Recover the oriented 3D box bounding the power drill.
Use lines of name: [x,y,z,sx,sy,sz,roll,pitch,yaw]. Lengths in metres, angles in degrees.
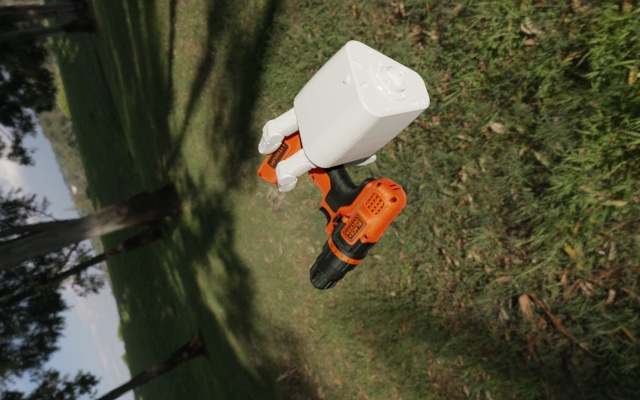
power drill: [0.000,0.002,0.628,0.187,0.184,0.057,48,30,19]
